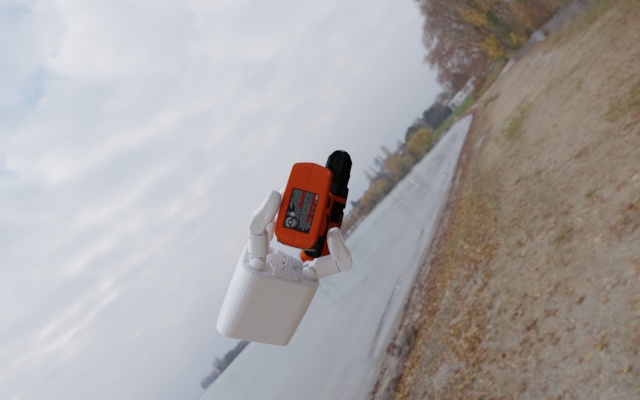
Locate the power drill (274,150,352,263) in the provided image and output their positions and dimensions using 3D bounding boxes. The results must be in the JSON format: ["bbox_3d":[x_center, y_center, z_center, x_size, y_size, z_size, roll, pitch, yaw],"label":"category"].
[{"bbox_3d":[0.000,0.002,0.666,0.057,0.184,0.188,12,-5,13],"label":"power drill"}]
